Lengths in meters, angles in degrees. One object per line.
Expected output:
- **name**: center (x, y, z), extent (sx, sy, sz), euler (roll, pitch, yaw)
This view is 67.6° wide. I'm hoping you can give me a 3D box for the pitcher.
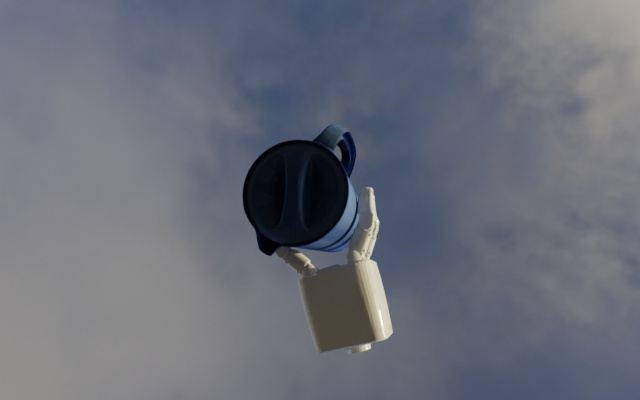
- **pitcher**: center (0.000, 0.002, 0.682), extent (0.149, 0.145, 0.243), euler (-18, -14, 9)
